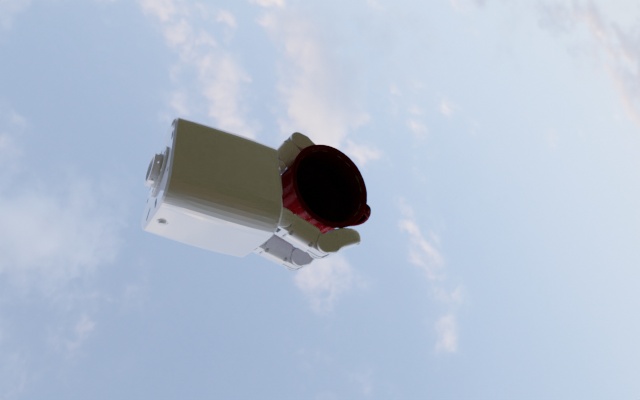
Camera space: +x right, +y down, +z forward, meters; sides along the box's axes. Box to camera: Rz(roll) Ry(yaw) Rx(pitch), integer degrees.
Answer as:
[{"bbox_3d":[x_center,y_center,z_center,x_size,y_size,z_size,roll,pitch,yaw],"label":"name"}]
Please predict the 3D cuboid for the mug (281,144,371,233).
[{"bbox_3d":[0.001,0.002,0.526,0.117,0.093,0.081,20,-31,-26],"label":"mug"}]
